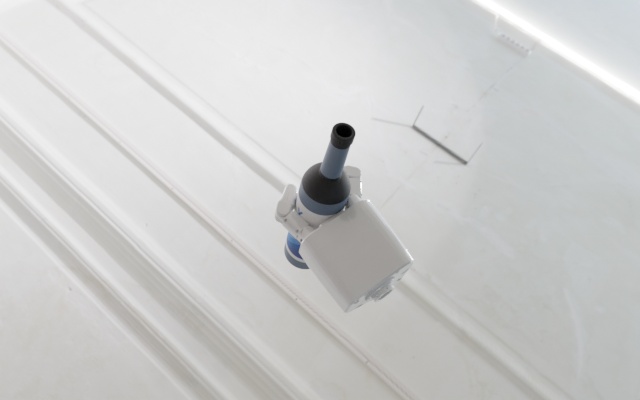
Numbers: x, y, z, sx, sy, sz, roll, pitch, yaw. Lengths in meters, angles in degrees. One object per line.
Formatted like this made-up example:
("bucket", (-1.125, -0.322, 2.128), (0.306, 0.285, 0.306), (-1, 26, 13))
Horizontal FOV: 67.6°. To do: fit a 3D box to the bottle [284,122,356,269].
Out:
("bottle", (0.000, 0.002, 0.657), (0.069, 0.069, 0.296), (0, -33, -12))
